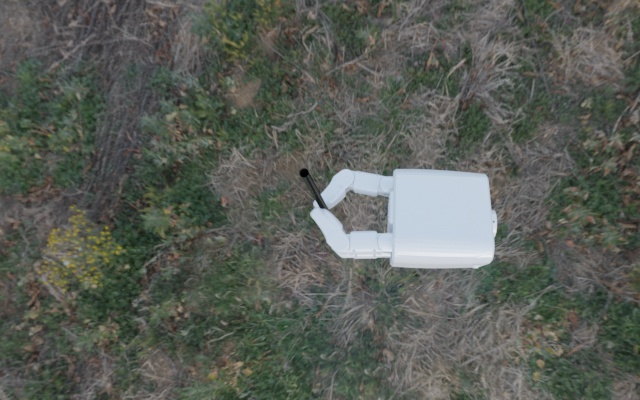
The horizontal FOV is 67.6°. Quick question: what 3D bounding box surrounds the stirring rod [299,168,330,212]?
[{"bbox_3d":[0.000,0.002,0.513,0.011,0.011,0.239,0,-12,7],"label":"stirring rod"}]
